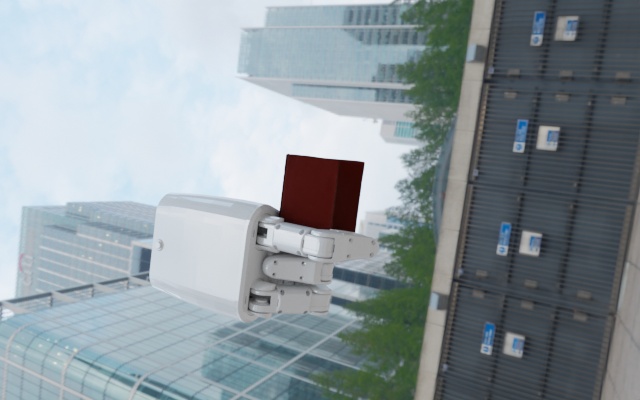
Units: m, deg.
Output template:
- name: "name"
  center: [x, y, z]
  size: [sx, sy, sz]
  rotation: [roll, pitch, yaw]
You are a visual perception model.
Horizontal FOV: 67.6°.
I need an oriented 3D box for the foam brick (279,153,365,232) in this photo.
- name: "foam brick"
  center: [0.000, 0.001, 0.405]
  size: [0.051, 0.078, 0.053]
  rotation: [10, 5, 27]
